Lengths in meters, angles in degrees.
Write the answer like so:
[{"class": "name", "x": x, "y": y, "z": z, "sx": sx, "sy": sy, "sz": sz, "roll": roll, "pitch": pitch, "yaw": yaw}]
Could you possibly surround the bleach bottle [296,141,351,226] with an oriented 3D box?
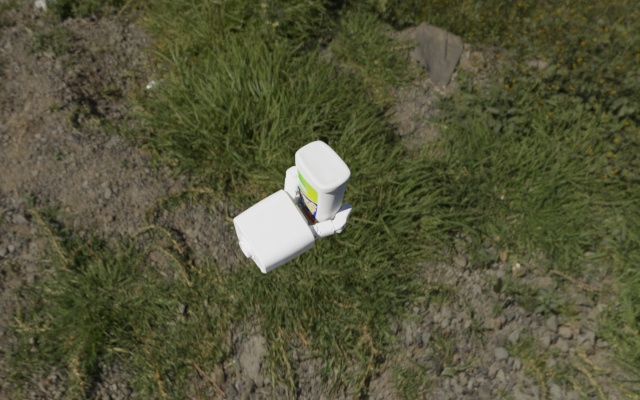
[{"class": "bleach bottle", "x": 0.000, "y": 0.003, "z": 0.899, "sx": 0.068, "sy": 0.102, "sz": 0.251, "roll": -30, "pitch": -27, "yaw": -18}]
